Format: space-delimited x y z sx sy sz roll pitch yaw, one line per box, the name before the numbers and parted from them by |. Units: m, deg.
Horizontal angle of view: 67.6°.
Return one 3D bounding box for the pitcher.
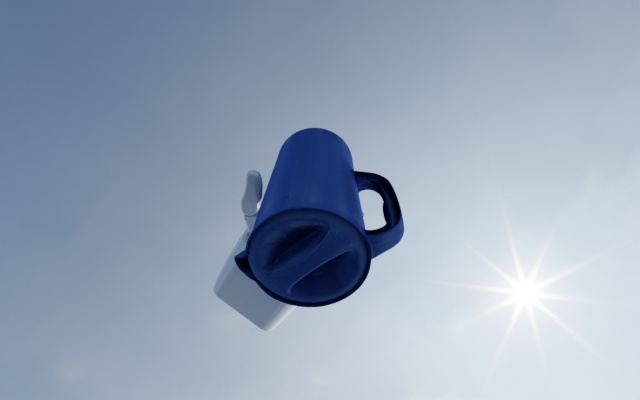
pitcher | 0.000 0.002 0.594 0.149 0.145 0.242 27 29 -14
